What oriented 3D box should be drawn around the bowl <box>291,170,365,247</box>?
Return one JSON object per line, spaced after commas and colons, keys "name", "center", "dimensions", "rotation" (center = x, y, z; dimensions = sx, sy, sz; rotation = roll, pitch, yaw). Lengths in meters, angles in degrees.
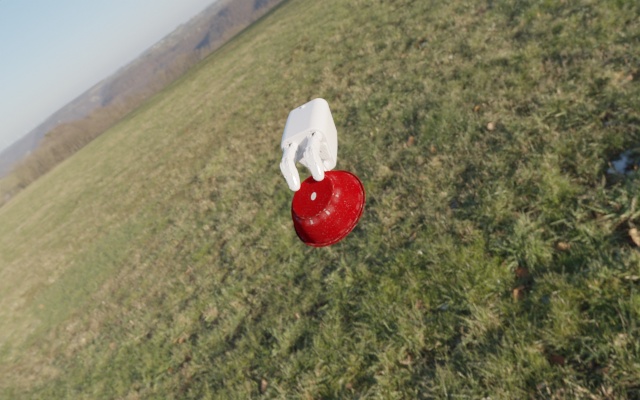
{"name": "bowl", "center": [0.000, 0.004, 0.886], "dimensions": [0.162, 0.162, 0.055], "rotation": [0, -25, 38]}
